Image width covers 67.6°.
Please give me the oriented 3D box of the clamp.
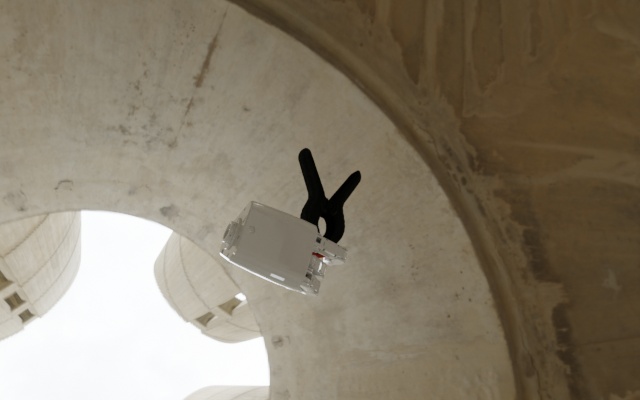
[{"bbox_3d":[0.000,0.003,0.751,0.120,0.171,0.039,26,-28,-21],"label":"clamp"}]
